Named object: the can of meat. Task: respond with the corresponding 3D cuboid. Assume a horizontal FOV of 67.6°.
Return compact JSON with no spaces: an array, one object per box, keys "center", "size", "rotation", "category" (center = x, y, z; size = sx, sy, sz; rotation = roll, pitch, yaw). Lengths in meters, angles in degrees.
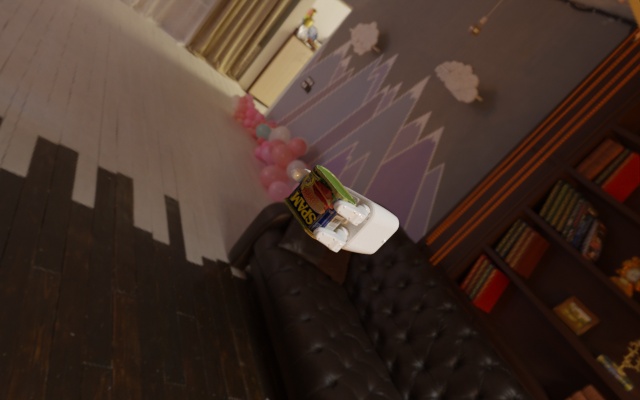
[{"center":[0.000,0.002,0.792],"size":[0.057,0.084,0.102],"rotation":[25,22,-50],"category":"can of meat"}]
